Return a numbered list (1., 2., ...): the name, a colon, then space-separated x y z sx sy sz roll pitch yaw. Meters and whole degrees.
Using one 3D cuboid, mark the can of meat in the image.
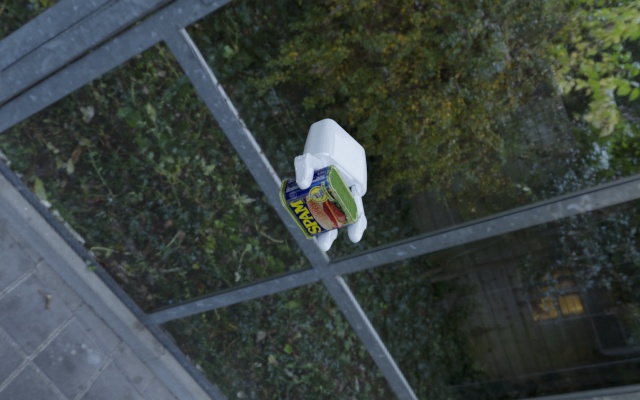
1. can of meat: 0.000 0.002 0.726 0.084 0.102 0.057 -19 35 21
